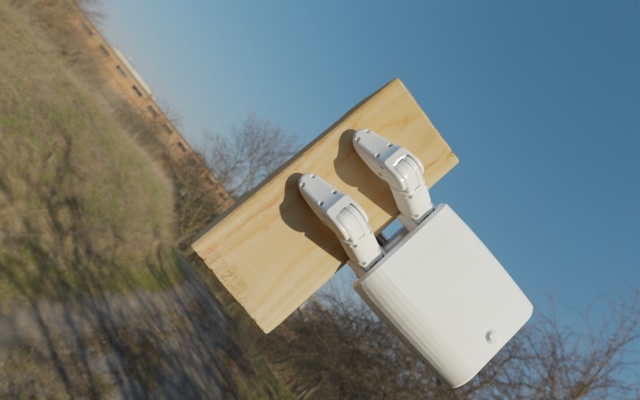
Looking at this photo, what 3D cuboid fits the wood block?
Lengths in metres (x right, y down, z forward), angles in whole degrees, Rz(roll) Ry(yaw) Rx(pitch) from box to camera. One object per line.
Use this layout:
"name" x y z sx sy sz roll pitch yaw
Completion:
"wood block" 0.000 0.002 0.406 0.206 0.090 0.091 -40 8 -12
